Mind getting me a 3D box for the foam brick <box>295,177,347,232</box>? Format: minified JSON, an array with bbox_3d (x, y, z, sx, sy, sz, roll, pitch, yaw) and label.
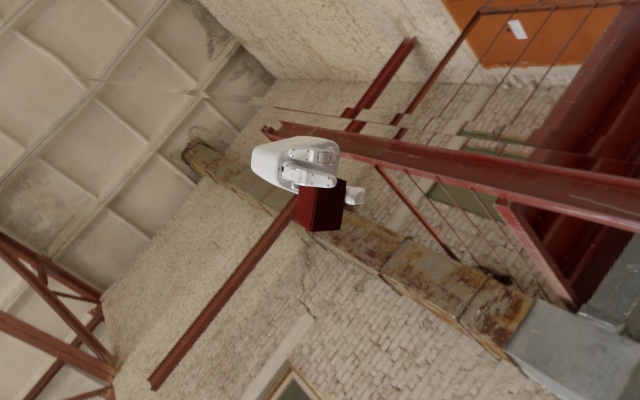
[{"bbox_3d":[0.000,0.003,0.707,0.053,0.078,0.051,1,12,-32],"label":"foam brick"}]
